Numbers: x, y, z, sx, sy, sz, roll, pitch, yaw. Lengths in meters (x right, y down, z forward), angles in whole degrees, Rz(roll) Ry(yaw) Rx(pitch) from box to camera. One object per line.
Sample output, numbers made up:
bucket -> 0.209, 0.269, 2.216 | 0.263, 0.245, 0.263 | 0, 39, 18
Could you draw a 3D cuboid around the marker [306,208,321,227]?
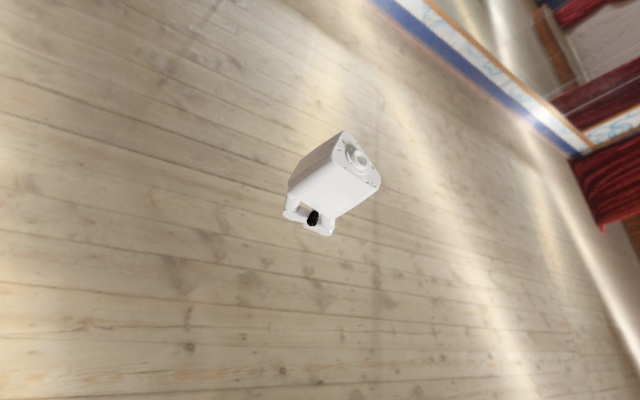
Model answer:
marker -> 0.000, 0.003, 0.837 | 0.020, 0.020, 0.121 | 0, 38, 21
